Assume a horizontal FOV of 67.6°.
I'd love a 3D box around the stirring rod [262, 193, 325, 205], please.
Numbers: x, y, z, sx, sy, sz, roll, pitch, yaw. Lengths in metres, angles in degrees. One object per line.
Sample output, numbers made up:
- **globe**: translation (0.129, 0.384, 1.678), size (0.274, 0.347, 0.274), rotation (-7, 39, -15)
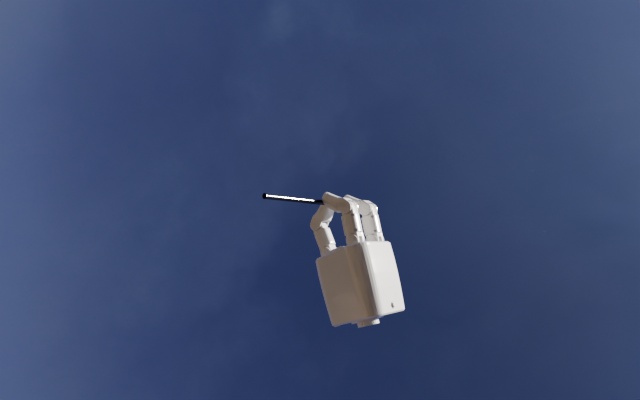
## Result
- **stirring rod**: translation (0.000, 0.002, 0.723), size (0.011, 0.011, 0.239), rotation (0, -4, 38)
